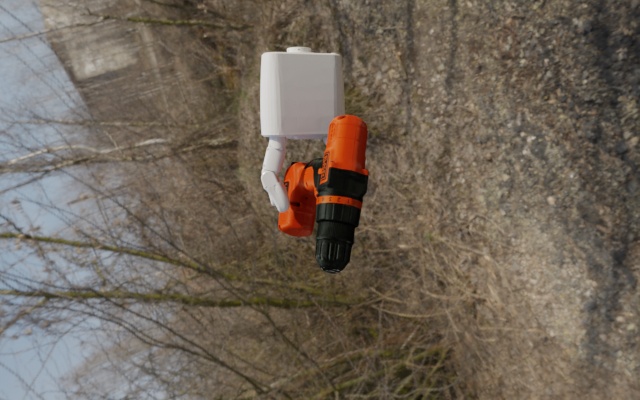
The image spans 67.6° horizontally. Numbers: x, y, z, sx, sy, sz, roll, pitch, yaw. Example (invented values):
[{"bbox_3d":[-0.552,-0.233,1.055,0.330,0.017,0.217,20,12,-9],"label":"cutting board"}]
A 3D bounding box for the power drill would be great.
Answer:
[{"bbox_3d":[0.000,0.002,0.610,0.057,0.184,0.188,14,-14,-20],"label":"power drill"}]
